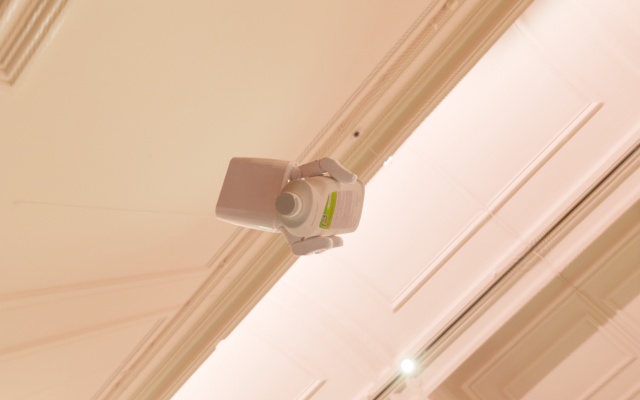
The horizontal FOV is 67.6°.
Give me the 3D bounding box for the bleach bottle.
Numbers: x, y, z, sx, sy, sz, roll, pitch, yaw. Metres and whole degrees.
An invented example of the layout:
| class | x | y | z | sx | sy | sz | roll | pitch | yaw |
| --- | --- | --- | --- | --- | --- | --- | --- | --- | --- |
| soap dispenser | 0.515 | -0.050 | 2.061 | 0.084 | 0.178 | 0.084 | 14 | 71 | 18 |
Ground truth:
| class | x | y | z | sx | sy | sz | roll | pitch | yaw |
| --- | --- | --- | --- | --- | --- | --- | --- | --- | --- |
| bleach bottle | 0.000 | 0.002 | 0.709 | 0.068 | 0.102 | 0.251 | 8 | 0 | 20 |
